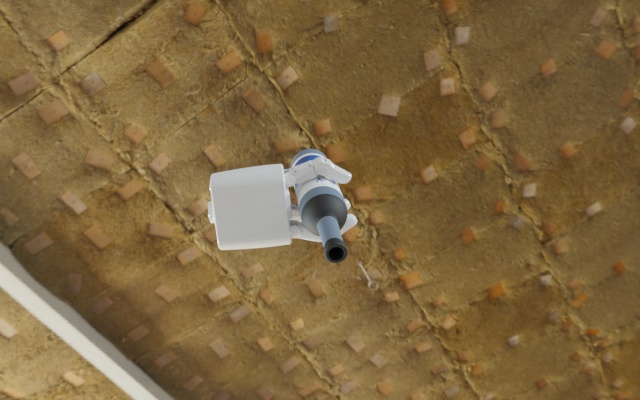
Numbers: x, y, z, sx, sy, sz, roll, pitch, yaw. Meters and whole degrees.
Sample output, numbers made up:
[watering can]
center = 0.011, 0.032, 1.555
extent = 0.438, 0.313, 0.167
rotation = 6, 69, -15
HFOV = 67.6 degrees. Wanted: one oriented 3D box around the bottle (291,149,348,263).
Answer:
[bottle]
center = 0.000, 0.002, 0.697
extent = 0.069, 0.069, 0.295
rotation = 0, 24, -8
